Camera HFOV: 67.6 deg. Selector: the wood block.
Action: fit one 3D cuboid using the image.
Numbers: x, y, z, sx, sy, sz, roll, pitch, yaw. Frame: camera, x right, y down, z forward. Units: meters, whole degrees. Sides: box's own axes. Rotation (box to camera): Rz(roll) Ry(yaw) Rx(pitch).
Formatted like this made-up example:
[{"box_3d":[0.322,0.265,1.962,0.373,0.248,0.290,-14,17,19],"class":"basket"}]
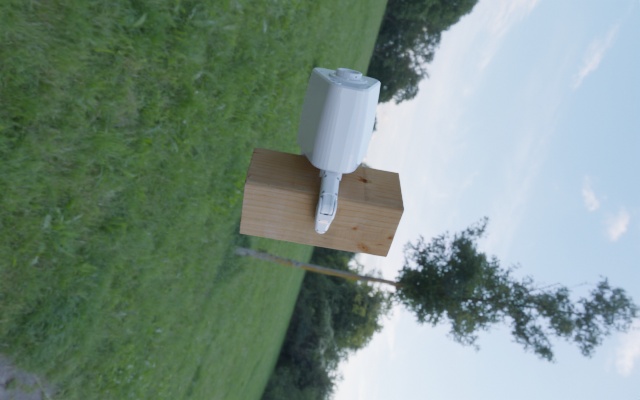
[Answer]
[{"box_3d":[0.000,0.002,0.660,0.206,0.090,0.090,10,38,-5],"class":"wood block"}]
